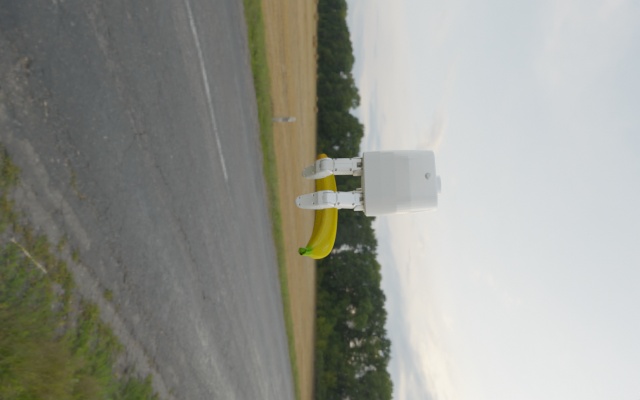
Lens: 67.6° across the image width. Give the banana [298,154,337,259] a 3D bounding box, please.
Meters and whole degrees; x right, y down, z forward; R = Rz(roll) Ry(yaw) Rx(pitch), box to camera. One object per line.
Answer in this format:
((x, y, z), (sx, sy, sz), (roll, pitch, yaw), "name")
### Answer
((0.004, 0.017, 0.746), (0.037, 0.197, 0.070), (-5, -40, 15), "banana")
